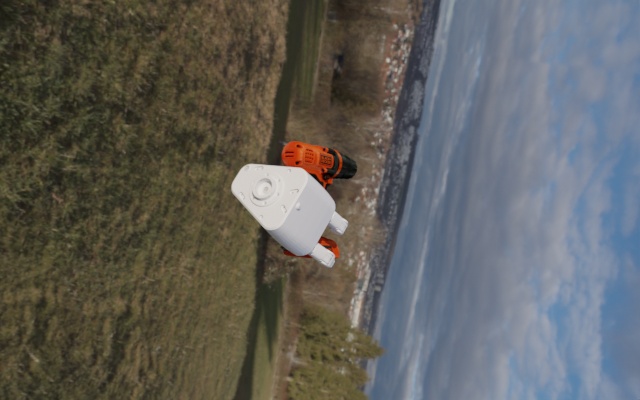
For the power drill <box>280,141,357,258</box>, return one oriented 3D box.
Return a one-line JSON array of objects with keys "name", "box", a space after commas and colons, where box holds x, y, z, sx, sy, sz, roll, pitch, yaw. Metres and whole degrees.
[{"name": "power drill", "box": [0.000, 0.003, 0.806, 0.057, 0.187, 0.184, -1, -5, 38]}]
